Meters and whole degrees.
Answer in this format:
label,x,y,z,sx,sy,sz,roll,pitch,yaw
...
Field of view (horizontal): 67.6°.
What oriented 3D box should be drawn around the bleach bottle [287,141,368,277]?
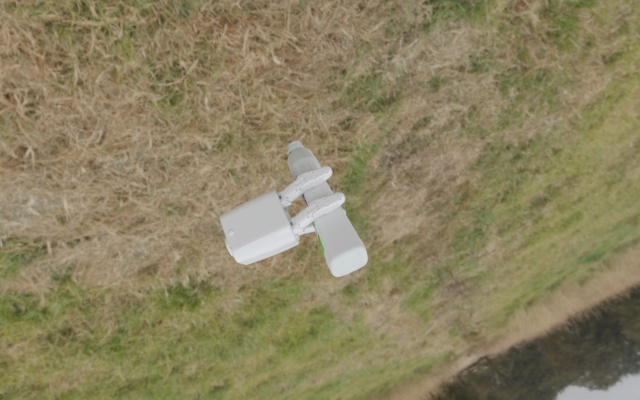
label,x,y,z,sx,sy,sz,roll,pitch,yaw
bleach bottle,0.000,0.003,0.842,0.068,0.250,0.103,-24,-27,-3
